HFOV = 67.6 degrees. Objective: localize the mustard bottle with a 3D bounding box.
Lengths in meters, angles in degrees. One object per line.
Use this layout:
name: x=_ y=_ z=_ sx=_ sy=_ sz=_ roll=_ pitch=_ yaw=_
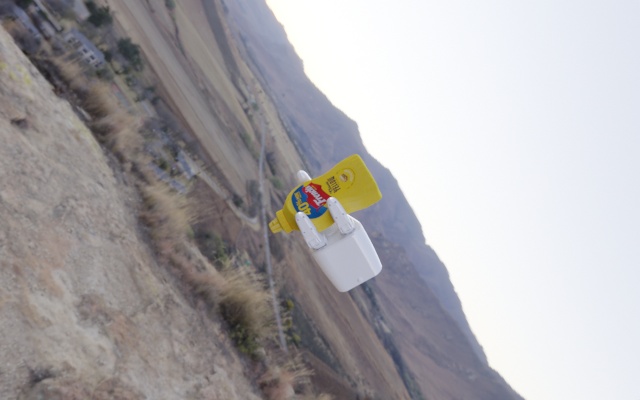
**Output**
mustard bottle: x=0.000 y=0.002 z=0.806 sx=0.191 sy=0.096 sz=0.058 roll=-29 pitch=-38 yaw=3
